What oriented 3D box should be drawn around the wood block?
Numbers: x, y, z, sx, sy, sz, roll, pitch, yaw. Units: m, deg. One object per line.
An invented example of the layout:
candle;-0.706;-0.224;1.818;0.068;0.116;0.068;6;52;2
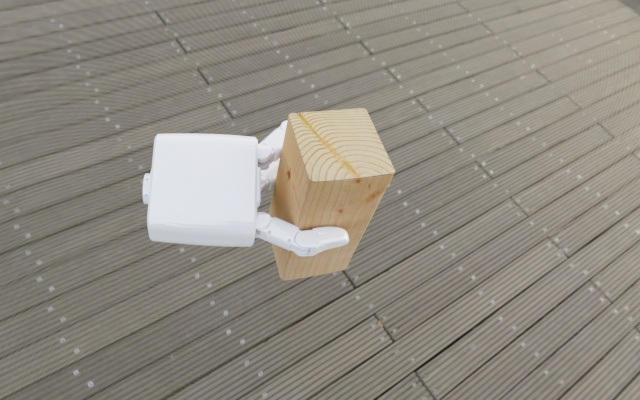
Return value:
wood block;0.000;0.002;0.553;0.090;0.090;0.206;-7;-33;-18
